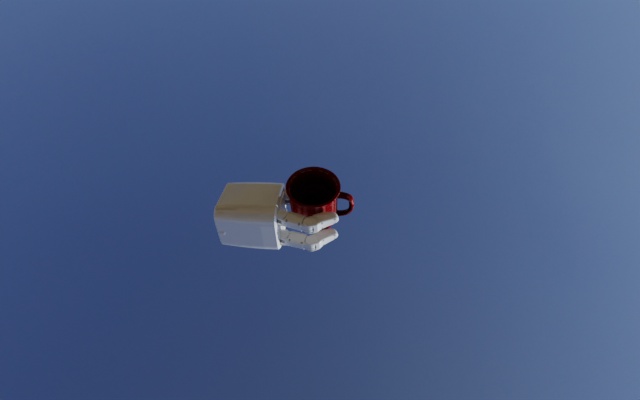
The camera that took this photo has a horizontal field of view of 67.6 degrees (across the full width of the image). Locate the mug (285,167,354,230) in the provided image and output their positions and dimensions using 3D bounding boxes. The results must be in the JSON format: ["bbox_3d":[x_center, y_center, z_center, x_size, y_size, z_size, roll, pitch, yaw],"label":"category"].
[{"bbox_3d":[0.002,0.003,0.831,0.117,0.093,0.082,4,-40,4],"label":"mug"}]
